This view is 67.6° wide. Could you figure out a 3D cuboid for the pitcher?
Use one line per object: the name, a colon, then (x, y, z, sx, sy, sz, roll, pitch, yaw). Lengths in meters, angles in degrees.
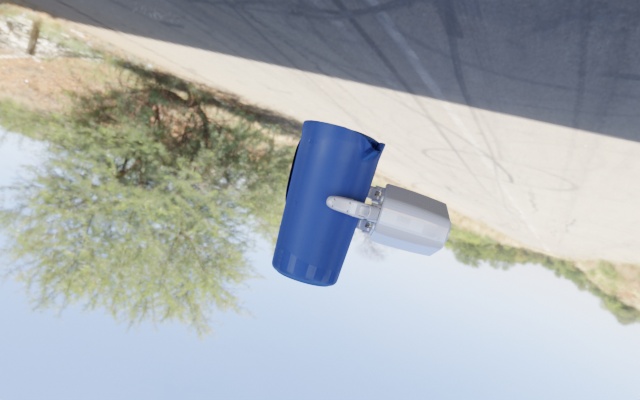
pitcher: (0.000, 0.003, 0.757, 0.145, 0.243, 0.149, 17, 1, 5)
